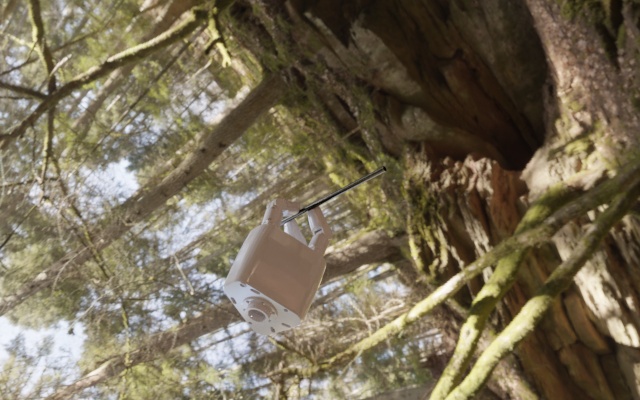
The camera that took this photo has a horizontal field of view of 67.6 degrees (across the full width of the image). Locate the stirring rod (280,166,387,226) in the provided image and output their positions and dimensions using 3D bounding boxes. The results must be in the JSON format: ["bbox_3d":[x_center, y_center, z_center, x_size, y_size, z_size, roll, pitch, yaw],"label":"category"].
[{"bbox_3d":[0.000,0.002,0.715,0.239,0.011,0.011,-28,-17,35],"label":"stirring rod"}]
